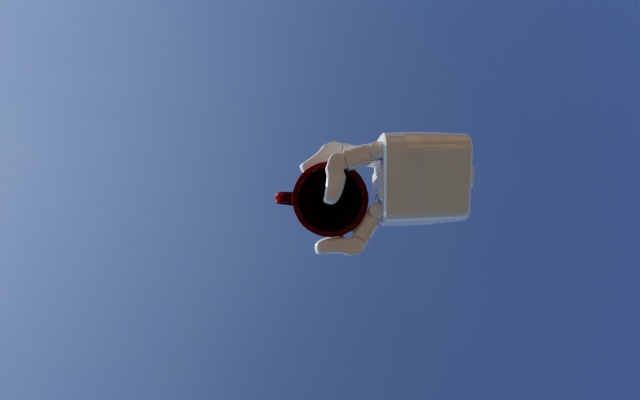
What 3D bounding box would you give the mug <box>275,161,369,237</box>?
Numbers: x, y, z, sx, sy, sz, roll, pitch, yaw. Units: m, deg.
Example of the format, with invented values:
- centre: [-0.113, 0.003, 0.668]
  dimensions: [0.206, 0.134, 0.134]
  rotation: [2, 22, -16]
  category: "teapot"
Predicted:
- centre: [-0.001, 0.002, 0.618]
  dimensions: [0.117, 0.093, 0.081]
  rotation: [1, -6, 0]
  category: "mug"
